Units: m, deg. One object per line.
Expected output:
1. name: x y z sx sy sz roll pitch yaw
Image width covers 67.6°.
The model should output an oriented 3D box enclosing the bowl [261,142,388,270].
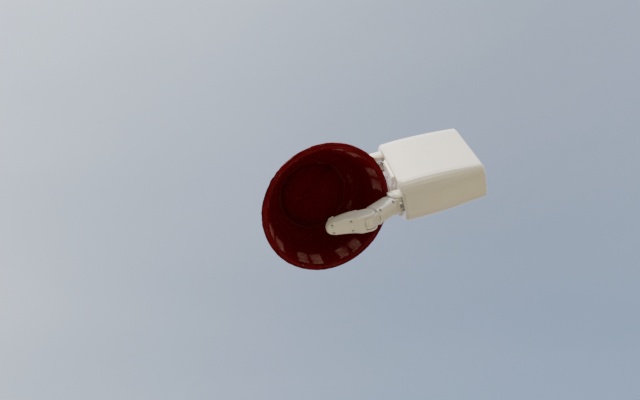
1. bowl: -0.001 0.002 0.587 0.162 0.162 0.055 0 20 -22
